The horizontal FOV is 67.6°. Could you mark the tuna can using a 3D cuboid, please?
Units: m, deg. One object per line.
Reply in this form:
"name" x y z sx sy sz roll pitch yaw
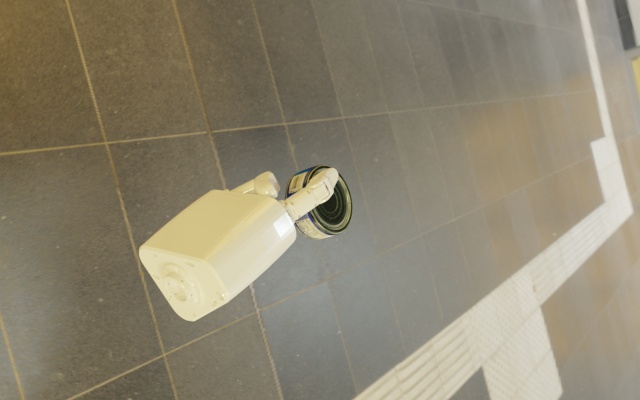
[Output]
"tuna can" 0.001 0.002 0.563 0.034 0.086 0.086 -17 -11 39
